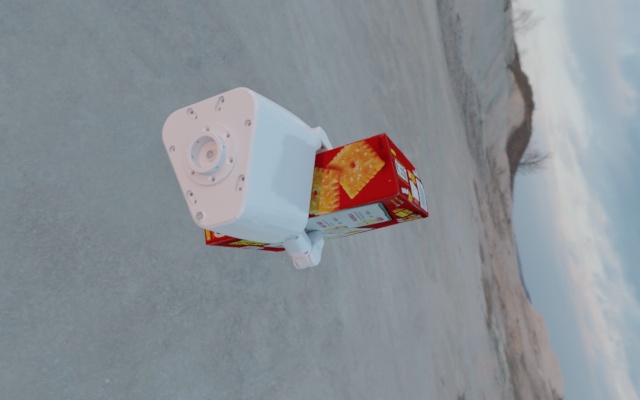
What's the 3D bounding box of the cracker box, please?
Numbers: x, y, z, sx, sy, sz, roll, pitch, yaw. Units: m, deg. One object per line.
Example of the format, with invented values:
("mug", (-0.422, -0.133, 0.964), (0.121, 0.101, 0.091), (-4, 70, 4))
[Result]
("cracker box", (0.000, 0.002, 0.545), (0.214, 0.072, 0.164), (-15, -14, 20))
